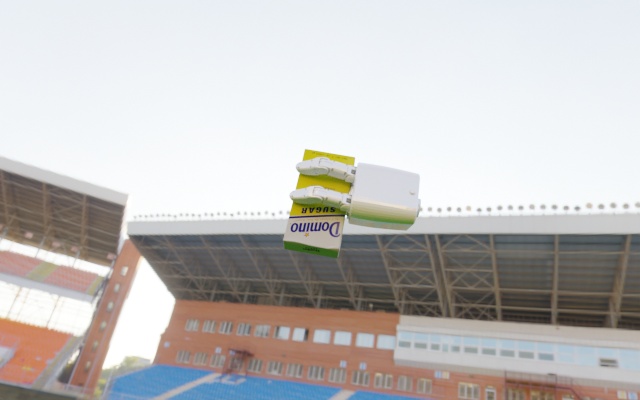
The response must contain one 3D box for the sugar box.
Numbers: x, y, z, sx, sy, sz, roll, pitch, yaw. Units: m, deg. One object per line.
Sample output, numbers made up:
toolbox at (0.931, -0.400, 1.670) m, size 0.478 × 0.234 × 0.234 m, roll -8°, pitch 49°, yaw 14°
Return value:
sugar box at (0.000, 0.002, 0.805) m, size 0.093 × 0.176 × 0.048 m, roll 9°, pitch -28°, yaw 4°
